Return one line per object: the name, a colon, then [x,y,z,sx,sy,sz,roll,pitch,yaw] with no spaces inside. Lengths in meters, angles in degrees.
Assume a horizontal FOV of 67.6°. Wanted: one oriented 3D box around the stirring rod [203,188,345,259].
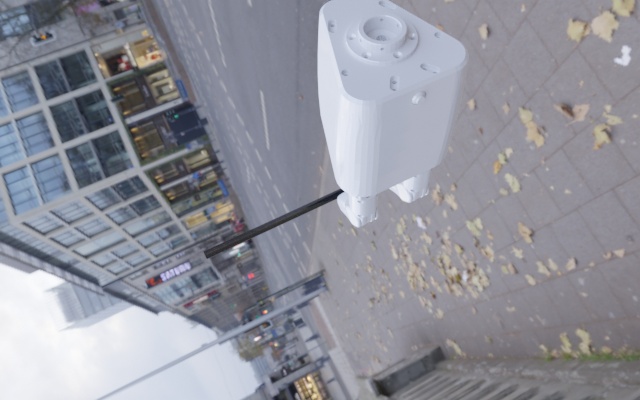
stirring rod: [0.000,0.001,0.467,0.239,0.011,0.011,-25,5,-11]
